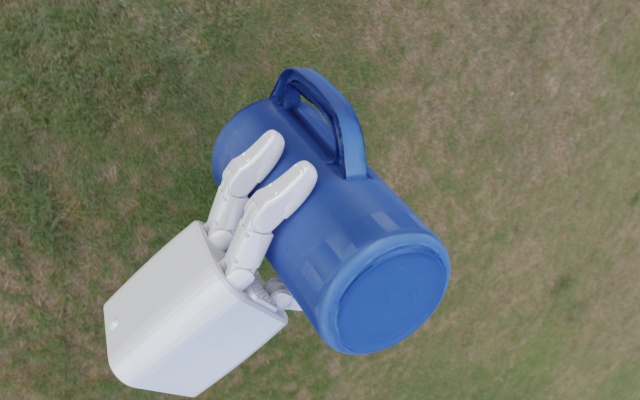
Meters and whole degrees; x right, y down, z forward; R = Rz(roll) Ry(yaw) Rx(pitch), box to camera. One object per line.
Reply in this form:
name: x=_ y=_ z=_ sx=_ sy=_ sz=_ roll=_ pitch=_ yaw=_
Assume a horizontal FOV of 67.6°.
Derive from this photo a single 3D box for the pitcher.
pitcher: x=0.000 y=0.002 z=0.412 sx=0.149 sy=0.145 sz=0.242 roll=49 pitch=0 yaw=-40
